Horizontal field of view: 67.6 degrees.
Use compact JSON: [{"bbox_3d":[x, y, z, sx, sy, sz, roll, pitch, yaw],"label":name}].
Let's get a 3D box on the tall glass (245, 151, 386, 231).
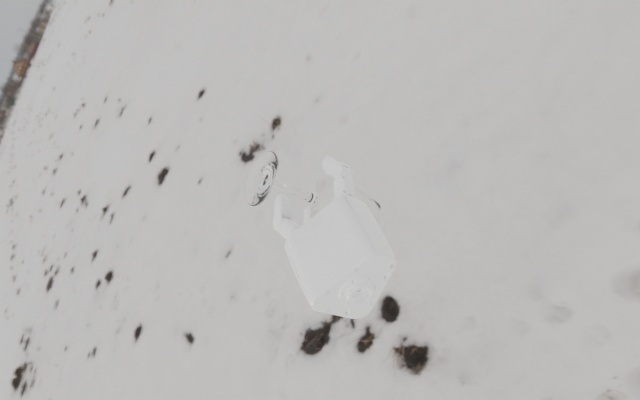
[{"bbox_3d":[0.000,0.002,0.662,0.201,0.079,0.079,22,-13,-35],"label":"tall glass"}]
